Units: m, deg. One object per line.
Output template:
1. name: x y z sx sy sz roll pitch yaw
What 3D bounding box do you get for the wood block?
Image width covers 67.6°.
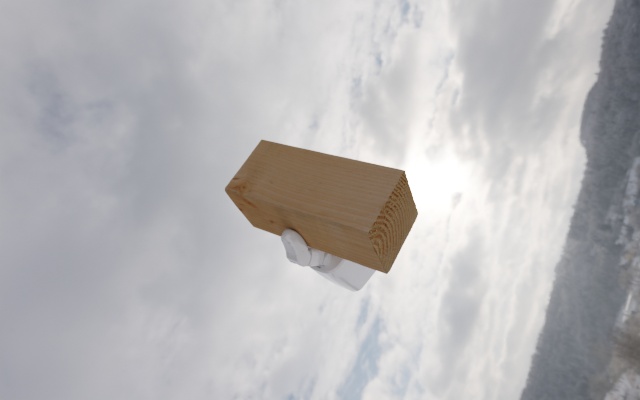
1. wood block: 0.000 0.002 0.581 0.206 0.090 0.090 15 -29 33
